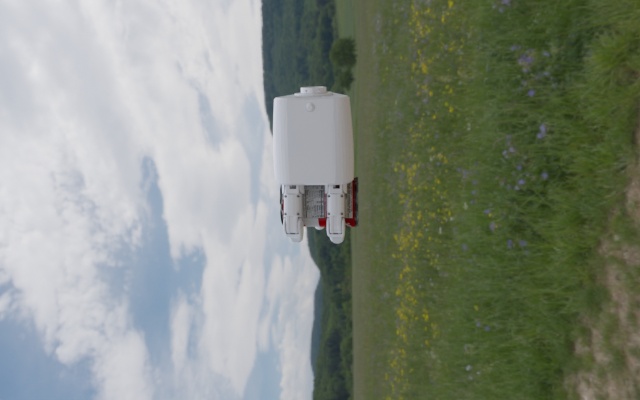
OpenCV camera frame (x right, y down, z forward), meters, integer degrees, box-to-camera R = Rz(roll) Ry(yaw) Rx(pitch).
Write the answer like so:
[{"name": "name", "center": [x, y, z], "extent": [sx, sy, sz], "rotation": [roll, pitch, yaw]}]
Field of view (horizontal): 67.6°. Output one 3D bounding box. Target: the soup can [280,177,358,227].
[{"name": "soup can", "center": [0.000, 0.003, 0.644], "extent": [0.102, 0.068, 0.068], "rotation": [0, 0, 5]}]
